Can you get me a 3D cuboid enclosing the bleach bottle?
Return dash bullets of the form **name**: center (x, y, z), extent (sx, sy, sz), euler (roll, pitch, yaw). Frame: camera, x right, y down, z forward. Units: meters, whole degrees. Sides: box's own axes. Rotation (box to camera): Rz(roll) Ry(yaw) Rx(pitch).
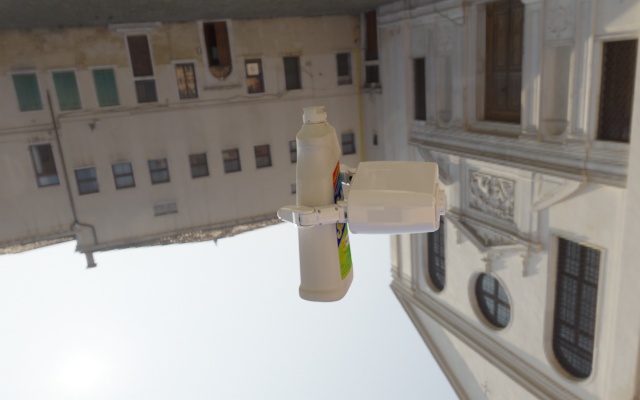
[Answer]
- **bleach bottle**: center (0.000, 0.002, 0.644), extent (0.068, 0.251, 0.102), euler (-1, 16, 17)
